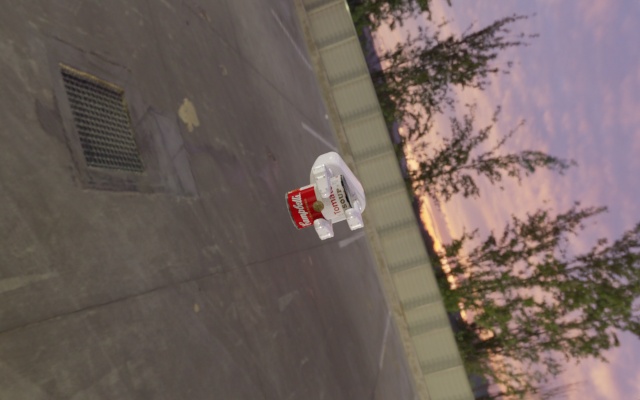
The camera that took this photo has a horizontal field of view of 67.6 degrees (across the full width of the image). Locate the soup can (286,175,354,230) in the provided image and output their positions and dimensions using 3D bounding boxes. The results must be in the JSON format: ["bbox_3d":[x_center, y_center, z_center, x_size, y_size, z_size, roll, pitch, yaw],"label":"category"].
[{"bbox_3d":[0.000,0.003,0.814,0.102,0.068,0.068,-18,-3,9],"label":"soup can"}]
